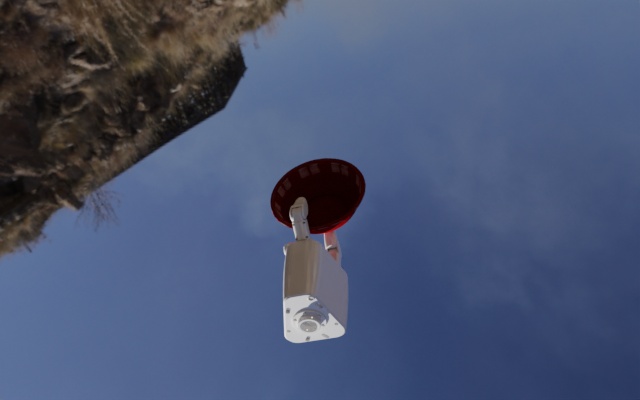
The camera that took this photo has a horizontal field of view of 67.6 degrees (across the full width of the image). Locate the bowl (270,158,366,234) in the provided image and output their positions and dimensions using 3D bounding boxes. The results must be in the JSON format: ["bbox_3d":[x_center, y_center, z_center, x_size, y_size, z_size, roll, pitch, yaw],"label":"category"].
[{"bbox_3d":[0.001,0.002,0.806,0.162,0.162,0.055,0,-41,18],"label":"bowl"}]
